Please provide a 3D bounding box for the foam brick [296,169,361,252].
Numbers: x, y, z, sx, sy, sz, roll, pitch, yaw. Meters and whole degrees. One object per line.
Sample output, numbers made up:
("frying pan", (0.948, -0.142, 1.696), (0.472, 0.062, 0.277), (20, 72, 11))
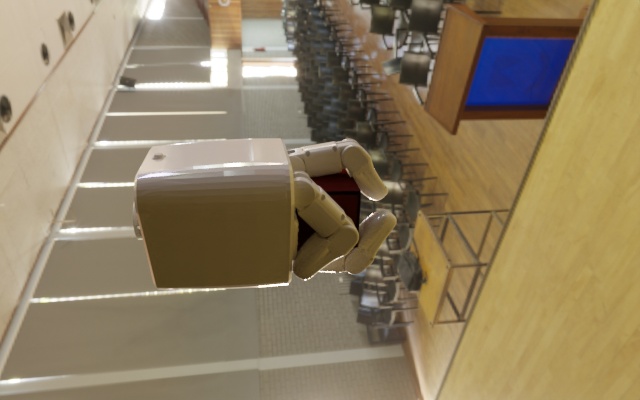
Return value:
("foam brick", (0.000, 0.001, 0.407), (0.051, 0.053, 0.078), (-3, 23, -9))
